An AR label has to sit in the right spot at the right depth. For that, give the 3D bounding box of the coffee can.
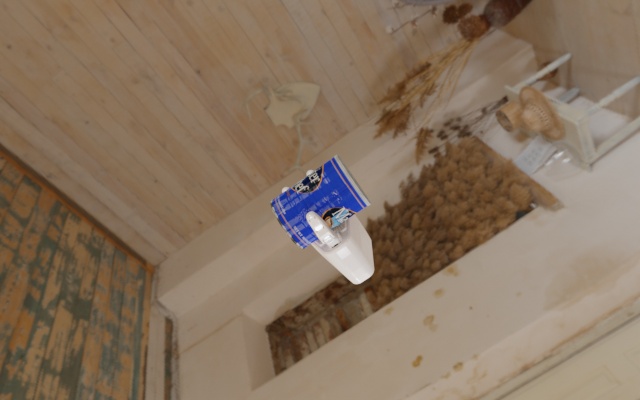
[{"bbox_3d":[0.000,0.003,0.819,0.140,0.103,0.103,-34,-4,6],"label":"coffee can"}]
